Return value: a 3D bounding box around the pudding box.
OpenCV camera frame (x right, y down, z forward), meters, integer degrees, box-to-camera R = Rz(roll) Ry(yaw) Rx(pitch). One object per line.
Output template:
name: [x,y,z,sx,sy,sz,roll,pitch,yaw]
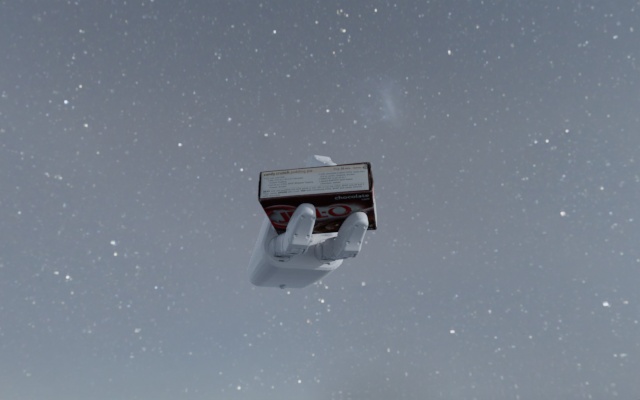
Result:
pudding box: [0.000,0.001,0.495,0.113,0.039,0.090,-7,-27,6]
